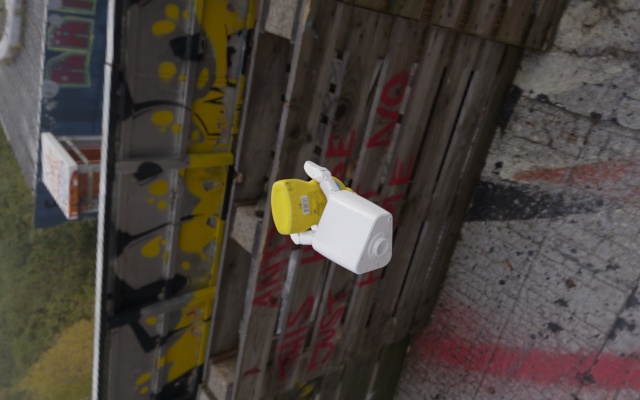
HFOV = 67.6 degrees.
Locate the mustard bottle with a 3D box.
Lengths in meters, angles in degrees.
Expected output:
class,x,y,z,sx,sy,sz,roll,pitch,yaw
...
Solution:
class,x,y,z,sx,sy,sz,roll,pitch,yaw
mustard bottle,0.000,0.003,0.893,0.191,0.096,0.058,-9,1,-42
